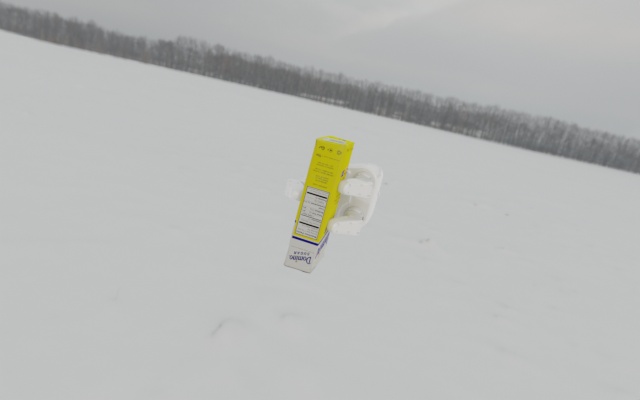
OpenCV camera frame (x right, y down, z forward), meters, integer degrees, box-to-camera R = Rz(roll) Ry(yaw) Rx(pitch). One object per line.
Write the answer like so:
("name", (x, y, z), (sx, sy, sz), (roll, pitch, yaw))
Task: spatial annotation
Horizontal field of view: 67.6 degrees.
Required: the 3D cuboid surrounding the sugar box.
("sugar box", (0.001, 0.002, 0.653), (0.048, 0.176, 0.093), (15, 12, 10))
